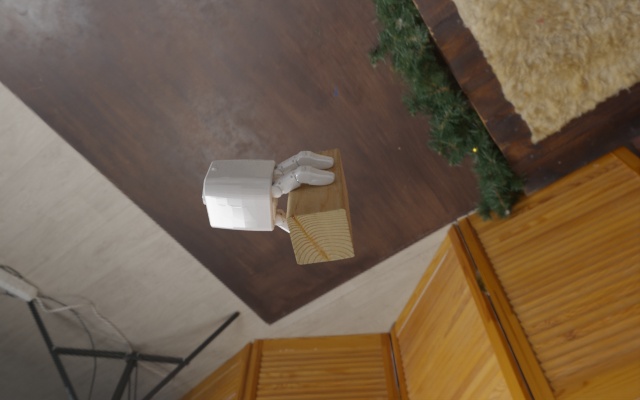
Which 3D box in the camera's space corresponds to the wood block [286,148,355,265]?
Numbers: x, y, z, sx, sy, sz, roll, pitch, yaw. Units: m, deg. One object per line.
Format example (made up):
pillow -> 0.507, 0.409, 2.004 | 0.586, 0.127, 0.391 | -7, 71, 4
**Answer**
wood block -> 0.000, 0.003, 0.790 | 0.090, 0.091, 0.206 | -9, 31, 5
